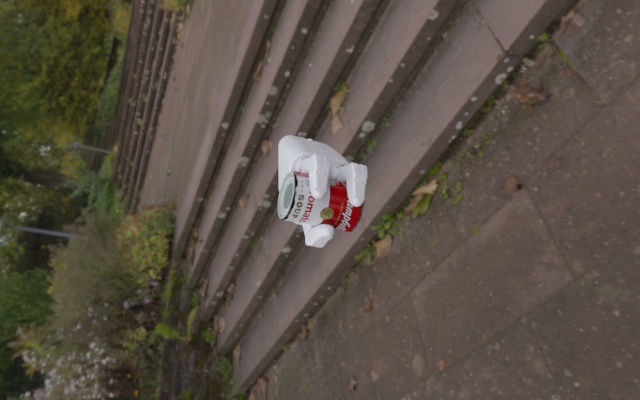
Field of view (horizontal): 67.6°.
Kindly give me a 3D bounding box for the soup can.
[{"bbox_3d":[0.000,0.002,0.652,0.102,0.068,0.068,12,-4,-21],"label":"soup can"}]
